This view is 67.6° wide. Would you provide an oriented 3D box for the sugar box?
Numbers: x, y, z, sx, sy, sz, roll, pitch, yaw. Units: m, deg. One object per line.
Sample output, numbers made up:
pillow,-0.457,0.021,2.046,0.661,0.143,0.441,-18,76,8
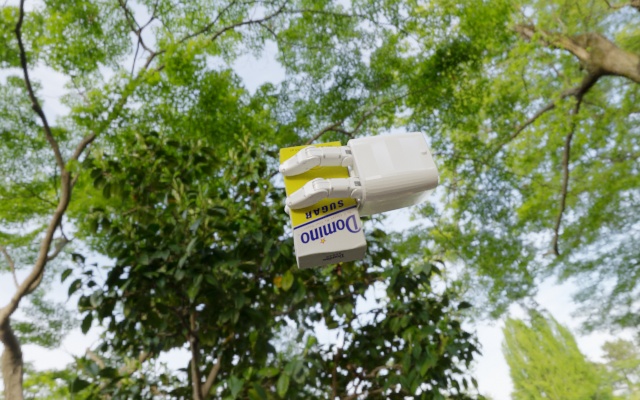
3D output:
sugar box,0.000,0.002,0.666,0.093,0.176,0.048,-9,-33,-6
